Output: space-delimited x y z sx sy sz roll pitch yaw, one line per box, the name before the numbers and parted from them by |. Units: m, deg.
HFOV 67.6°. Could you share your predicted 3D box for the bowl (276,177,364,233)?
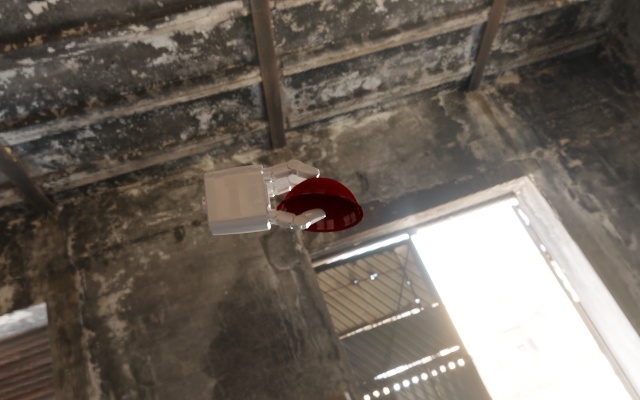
bowl | 0.001 0.003 0.891 0.162 0.055 0.162 2 -28 1
